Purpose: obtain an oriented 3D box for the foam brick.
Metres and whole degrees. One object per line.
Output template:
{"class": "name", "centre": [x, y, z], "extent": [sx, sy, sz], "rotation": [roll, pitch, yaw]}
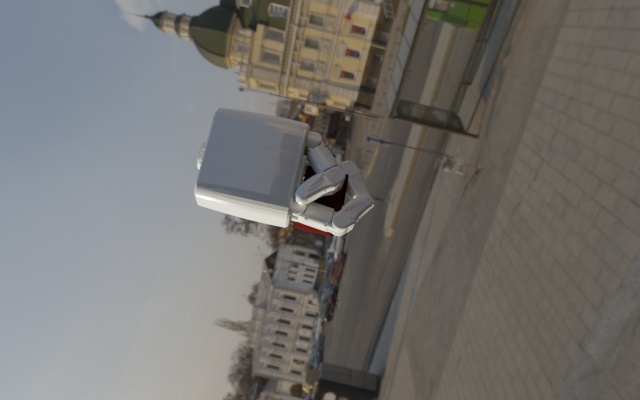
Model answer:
{"class": "foam brick", "centre": [0.000, 0.002, 0.581], "extent": [0.051, 0.053, 0.078], "rotation": [12, -27, -2]}
